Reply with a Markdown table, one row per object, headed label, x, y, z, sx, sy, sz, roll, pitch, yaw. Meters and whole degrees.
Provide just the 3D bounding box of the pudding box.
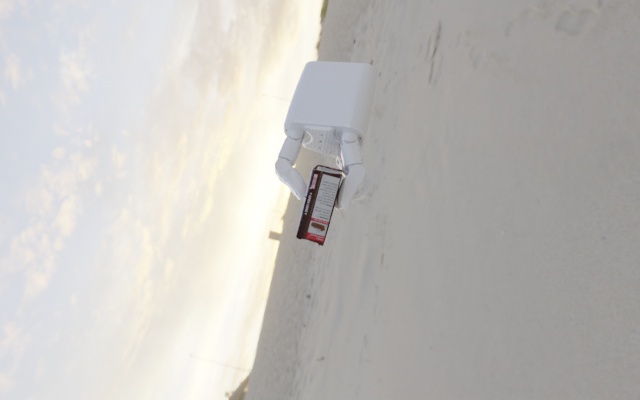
| label | x | y | z | sx | sy | sz | roll | pitch | yaw |
| --- | --- | --- | --- | --- | --- | --- | --- | --- | --- |
| pudding box | 0.000 | 0.002 | 0.615 | 0.039 | 0.090 | 0.113 | 14 | 7 | 2 |
